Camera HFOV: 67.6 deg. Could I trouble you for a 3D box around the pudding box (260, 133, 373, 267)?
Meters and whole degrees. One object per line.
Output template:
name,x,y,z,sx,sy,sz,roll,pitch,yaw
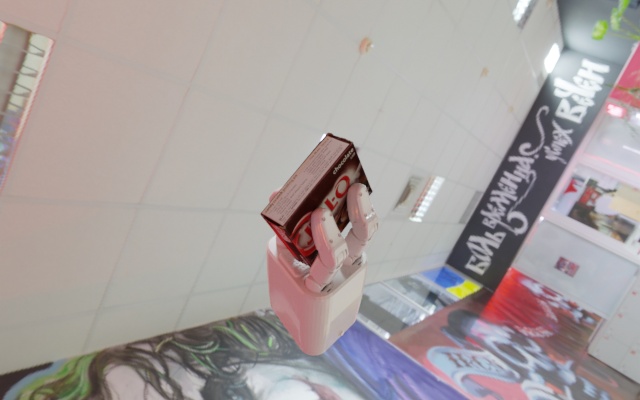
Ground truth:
pudding box,0.000,0.002,0.490,0.039,0.113,0.090,26,-19,31
